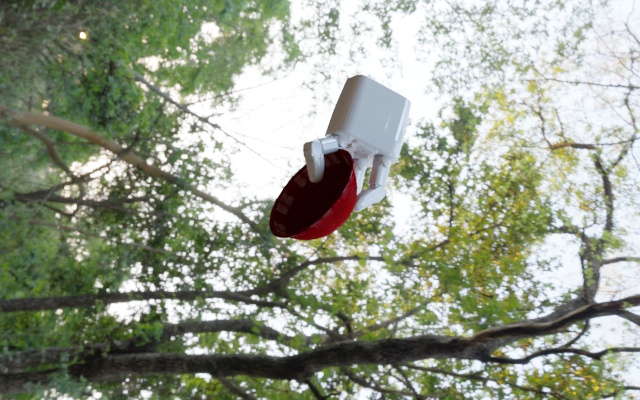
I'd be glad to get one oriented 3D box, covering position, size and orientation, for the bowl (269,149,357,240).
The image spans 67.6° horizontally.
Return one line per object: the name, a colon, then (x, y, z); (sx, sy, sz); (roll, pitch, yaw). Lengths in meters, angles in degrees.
bowl: (0.000, 0.004, 0.703); (0.055, 0.162, 0.162); (43, -24, -28)
